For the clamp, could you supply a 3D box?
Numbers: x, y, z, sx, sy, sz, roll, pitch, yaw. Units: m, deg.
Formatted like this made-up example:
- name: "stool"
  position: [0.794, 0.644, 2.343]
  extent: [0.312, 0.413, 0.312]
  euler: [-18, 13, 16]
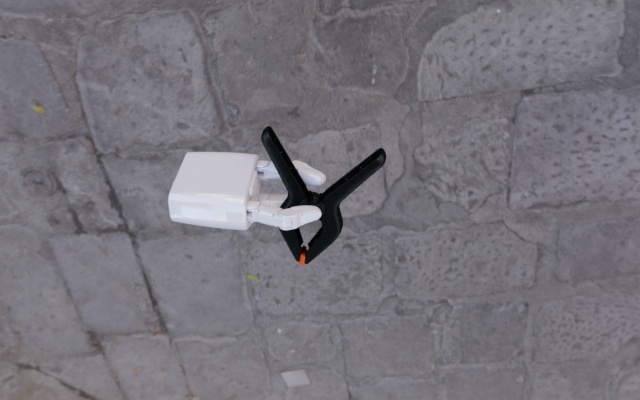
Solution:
- name: "clamp"
  position: [0.000, 0.003, 0.665]
  extent: [0.164, 0.210, 0.036]
  euler: [6, 31, 4]
